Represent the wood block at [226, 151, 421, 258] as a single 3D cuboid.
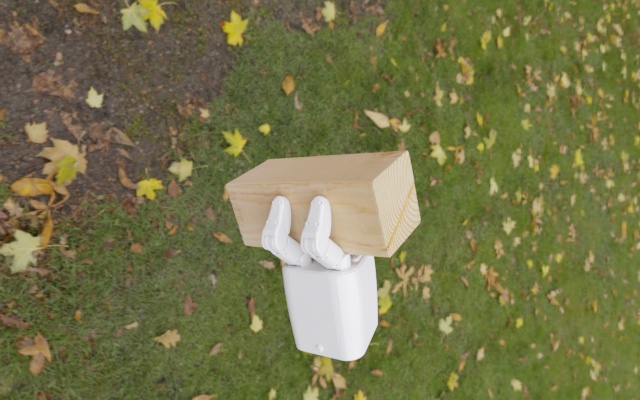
[{"bbox_3d":[0.000,0.002,0.568,0.206,0.090,0.090,0,24,36],"label":"wood block"}]
